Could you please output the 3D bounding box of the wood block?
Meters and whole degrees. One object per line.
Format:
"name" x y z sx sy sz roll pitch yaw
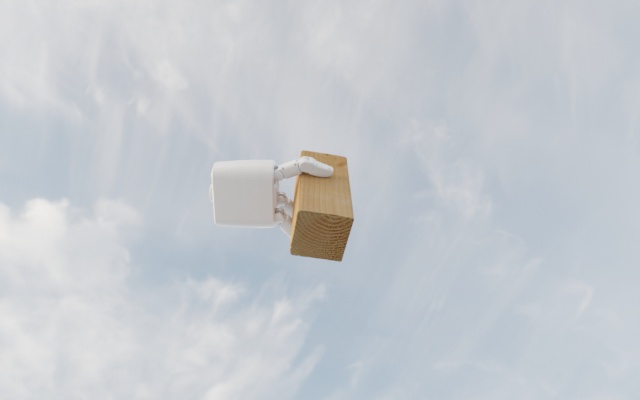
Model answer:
"wood block" 0.000 0.002 0.838 0.090 0.091 0.206 9 32 -6
